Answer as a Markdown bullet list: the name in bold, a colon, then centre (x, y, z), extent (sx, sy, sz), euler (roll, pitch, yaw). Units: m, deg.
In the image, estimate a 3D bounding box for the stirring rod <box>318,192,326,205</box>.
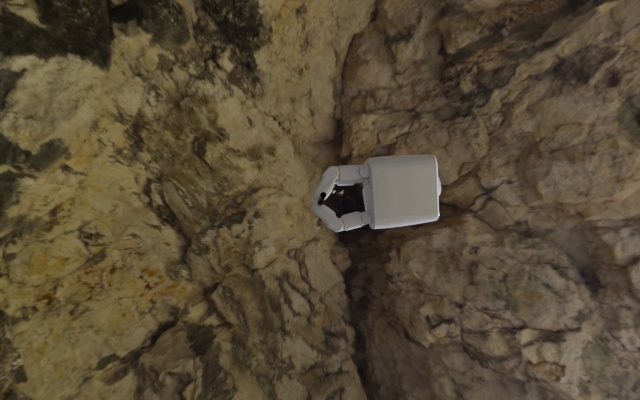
- **stirring rod**: centre (0.000, 0.002, 0.740), extent (0.011, 0.011, 0.239), euler (0, -5, -2)
